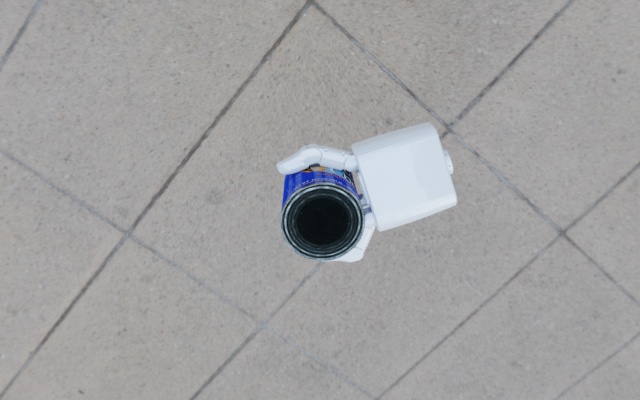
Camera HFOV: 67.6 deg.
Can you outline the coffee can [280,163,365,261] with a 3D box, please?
[{"bbox_3d":[0.000,0.002,0.631,0.103,0.103,0.140,0,21,-2],"label":"coffee can"}]
